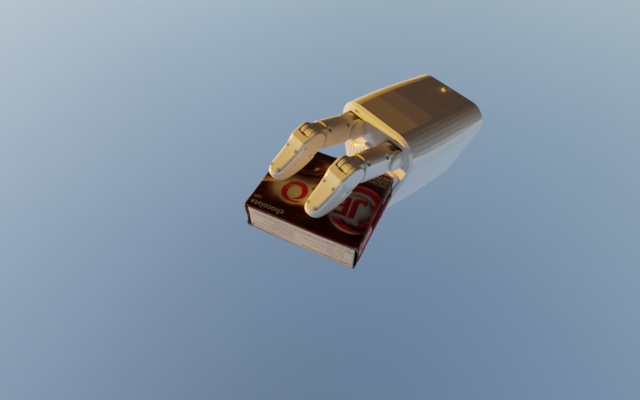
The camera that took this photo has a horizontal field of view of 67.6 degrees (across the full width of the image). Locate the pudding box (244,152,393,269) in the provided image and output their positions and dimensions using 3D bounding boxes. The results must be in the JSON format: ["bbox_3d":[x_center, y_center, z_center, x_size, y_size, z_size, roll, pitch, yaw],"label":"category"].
[{"bbox_3d":[0.000,0.002,0.447,0.113,0.090,0.039,20,-38,16],"label":"pudding box"}]
